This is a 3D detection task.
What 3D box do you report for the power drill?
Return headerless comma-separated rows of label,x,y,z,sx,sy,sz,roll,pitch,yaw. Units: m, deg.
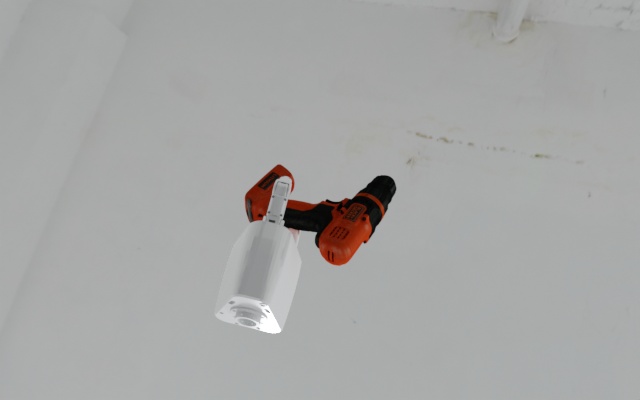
power drill,0.000,0.002,0.696,0.187,0.057,0.184,16,40,26
